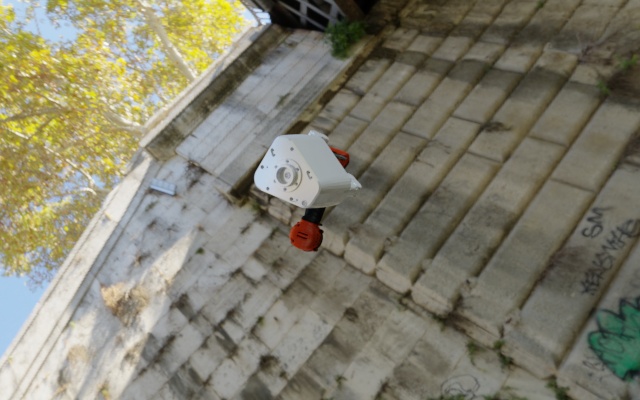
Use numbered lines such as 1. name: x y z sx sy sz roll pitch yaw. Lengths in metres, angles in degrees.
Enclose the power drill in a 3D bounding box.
1. power drill: 0.000 0.002 0.866 0.057 0.187 0.184 17 -4 4
